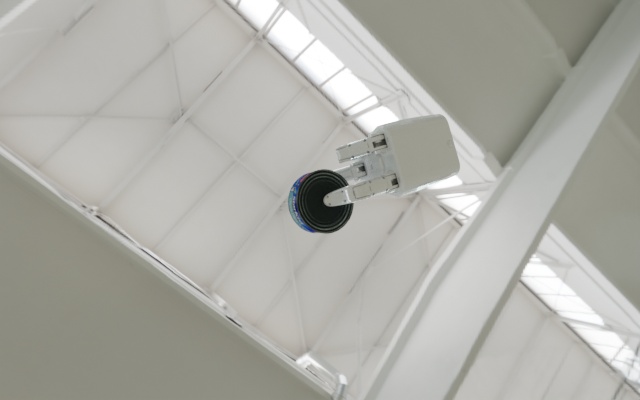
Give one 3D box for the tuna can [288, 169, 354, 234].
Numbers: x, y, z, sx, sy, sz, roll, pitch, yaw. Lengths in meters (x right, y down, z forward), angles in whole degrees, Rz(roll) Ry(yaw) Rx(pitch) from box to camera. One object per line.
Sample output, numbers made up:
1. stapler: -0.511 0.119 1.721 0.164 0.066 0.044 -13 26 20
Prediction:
1. tuna can: 0.000 0.002 0.647 0.086 0.086 0.034 0 -4 -27
